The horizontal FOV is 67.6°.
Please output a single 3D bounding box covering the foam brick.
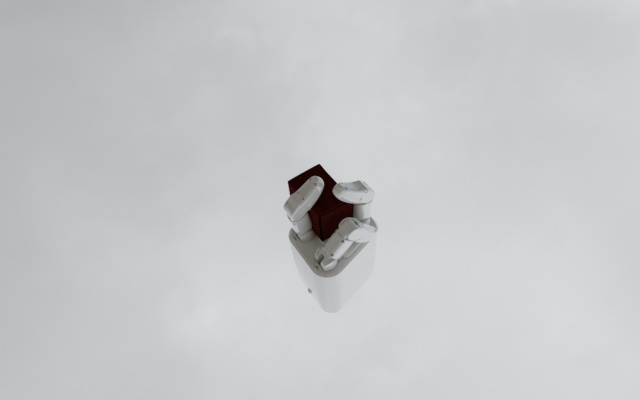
[{"bbox_3d":[0.000,0.002,0.620,0.053,0.051,0.078,-28,53,-17],"label":"foam brick"}]
